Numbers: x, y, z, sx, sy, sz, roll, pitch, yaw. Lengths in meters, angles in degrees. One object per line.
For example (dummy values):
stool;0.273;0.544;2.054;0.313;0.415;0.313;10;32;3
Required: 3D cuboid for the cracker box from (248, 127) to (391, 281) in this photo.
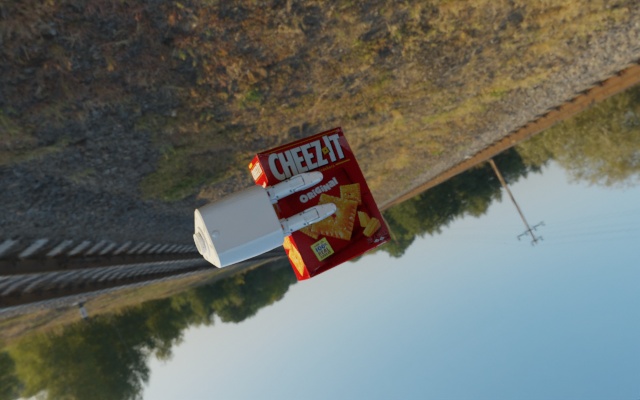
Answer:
cracker box;0.000;0.003;0.794;0.164;0.213;0.072;-22;-5;-24
